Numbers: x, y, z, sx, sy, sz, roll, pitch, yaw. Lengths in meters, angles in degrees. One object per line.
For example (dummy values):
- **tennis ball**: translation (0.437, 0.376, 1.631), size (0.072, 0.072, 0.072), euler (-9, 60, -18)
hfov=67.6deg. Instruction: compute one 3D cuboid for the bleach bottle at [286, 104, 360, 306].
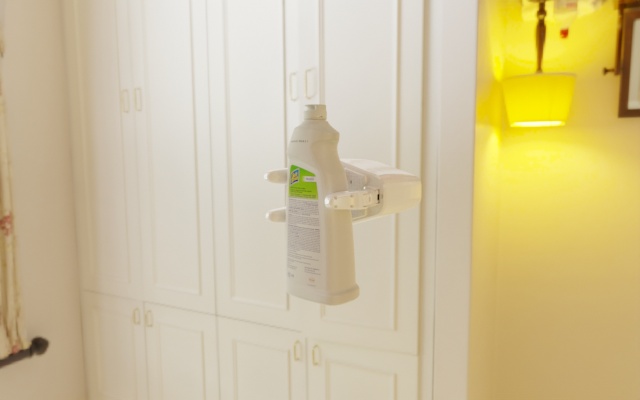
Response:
- **bleach bottle**: translation (0.000, 0.002, 0.624), size (0.102, 0.251, 0.068), euler (5, 8, 41)
